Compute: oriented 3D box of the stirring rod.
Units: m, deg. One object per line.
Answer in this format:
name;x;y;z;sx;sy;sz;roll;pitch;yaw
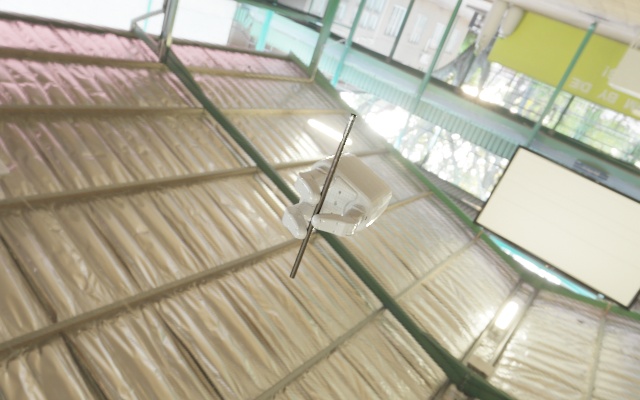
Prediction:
stirring rod;0.000;0.002;0.613;0.011;0.240;0.011;17;23;-8
